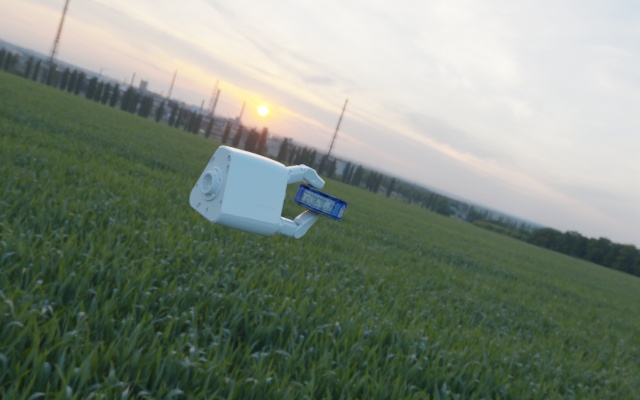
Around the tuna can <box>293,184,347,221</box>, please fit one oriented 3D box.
[{"bbox_3d":[0.000,0.002,0.786,0.086,0.034,0.086,23,2,-1],"label":"tuna can"}]
